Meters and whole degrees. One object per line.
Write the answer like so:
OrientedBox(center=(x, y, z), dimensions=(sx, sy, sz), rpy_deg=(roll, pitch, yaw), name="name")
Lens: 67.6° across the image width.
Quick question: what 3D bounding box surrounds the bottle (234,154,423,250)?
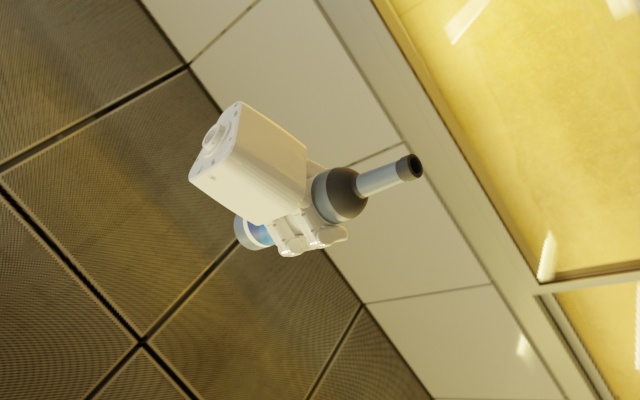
OrientedBox(center=(0.000, 0.002, 0.605), dimensions=(0.069, 0.069, 0.296), rpy_deg=(0, -15, -45), name="bottle")
